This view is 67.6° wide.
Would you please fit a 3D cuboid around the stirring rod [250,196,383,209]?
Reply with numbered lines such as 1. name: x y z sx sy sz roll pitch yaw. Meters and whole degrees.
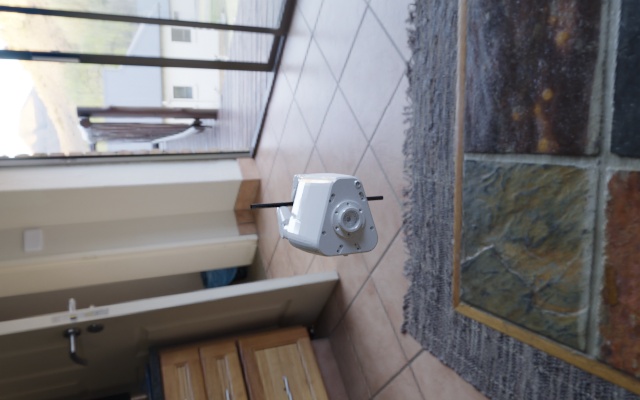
1. stirring rod: 0.000 0.003 0.804 0.239 0.011 0.011 -4 1 -23
